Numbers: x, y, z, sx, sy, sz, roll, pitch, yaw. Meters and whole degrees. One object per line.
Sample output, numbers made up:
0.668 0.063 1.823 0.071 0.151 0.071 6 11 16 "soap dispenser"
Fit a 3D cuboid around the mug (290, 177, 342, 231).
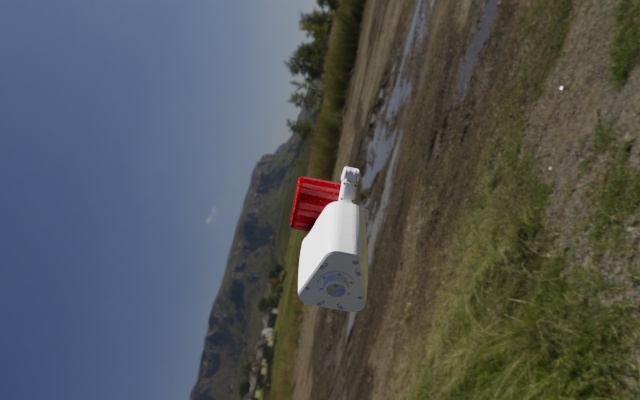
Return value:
0.000 0.002 0.745 0.081 0.093 0.117 11 35 -4 "mug"
